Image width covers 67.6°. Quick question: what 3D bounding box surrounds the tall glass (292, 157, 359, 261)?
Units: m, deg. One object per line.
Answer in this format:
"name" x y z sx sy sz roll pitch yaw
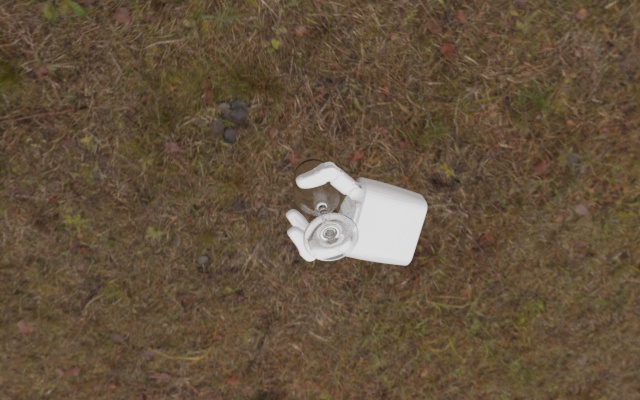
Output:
"tall glass" 0.000 0.003 0.712 0.079 0.079 0.201 0 28 -10
